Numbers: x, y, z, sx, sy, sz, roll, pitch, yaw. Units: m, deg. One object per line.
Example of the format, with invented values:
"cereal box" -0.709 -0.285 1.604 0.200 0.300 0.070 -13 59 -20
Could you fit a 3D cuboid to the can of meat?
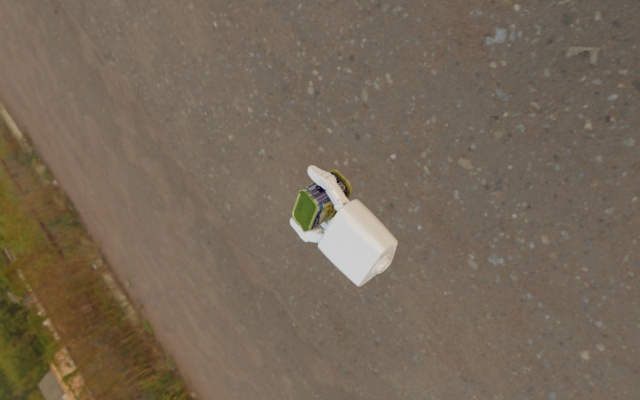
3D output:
"can of meat" 0.000 0.003 0.885 0.084 0.057 0.102 -31 -22 -32
